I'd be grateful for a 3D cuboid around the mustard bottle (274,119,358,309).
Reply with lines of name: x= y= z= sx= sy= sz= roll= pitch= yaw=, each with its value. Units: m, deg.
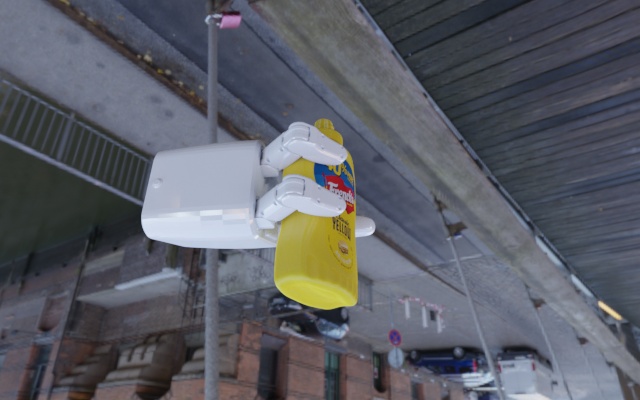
mustard bottle: x=0.000 y=0.002 z=0.466 sx=0.058 sy=0.191 sz=0.096 roll=-16 pitch=-33 yaw=30
